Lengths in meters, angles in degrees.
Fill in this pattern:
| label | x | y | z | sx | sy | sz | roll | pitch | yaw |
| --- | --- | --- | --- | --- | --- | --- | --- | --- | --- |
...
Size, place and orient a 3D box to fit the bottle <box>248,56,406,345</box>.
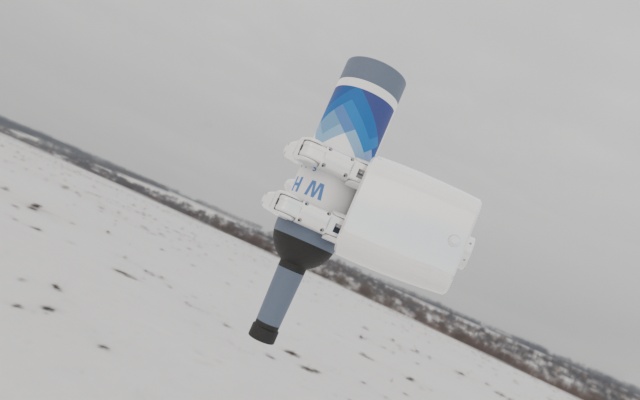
| label | x | y | z | sx | sy | sz | roll | pitch | yaw |
| --- | --- | --- | --- | --- | --- | --- | --- | --- | --- |
| bottle | 0.000 | 0.001 | 0.483 | 0.069 | 0.295 | 0.069 | 23 | -6 | 3 |
